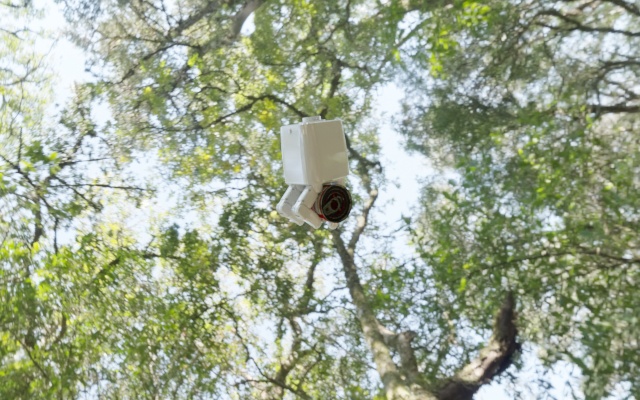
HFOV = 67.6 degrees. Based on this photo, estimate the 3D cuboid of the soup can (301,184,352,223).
[{"bbox_3d":[0.000,0.003,0.870,0.068,0.068,0.102,0,3,-35],"label":"soup can"}]
